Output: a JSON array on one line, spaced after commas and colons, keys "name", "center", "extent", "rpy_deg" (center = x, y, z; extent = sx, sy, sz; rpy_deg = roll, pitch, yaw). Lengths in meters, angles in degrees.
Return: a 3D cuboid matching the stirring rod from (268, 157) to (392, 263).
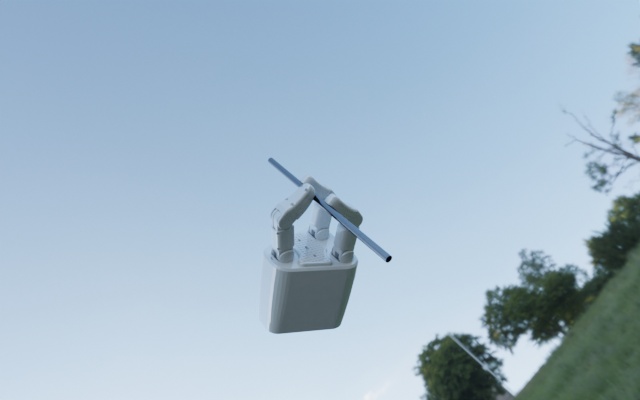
[{"name": "stirring rod", "center": [0.000, 0.002, 0.543], "extent": [0.011, 0.011, 0.239], "rpy_deg": [0, 27, -38]}]
